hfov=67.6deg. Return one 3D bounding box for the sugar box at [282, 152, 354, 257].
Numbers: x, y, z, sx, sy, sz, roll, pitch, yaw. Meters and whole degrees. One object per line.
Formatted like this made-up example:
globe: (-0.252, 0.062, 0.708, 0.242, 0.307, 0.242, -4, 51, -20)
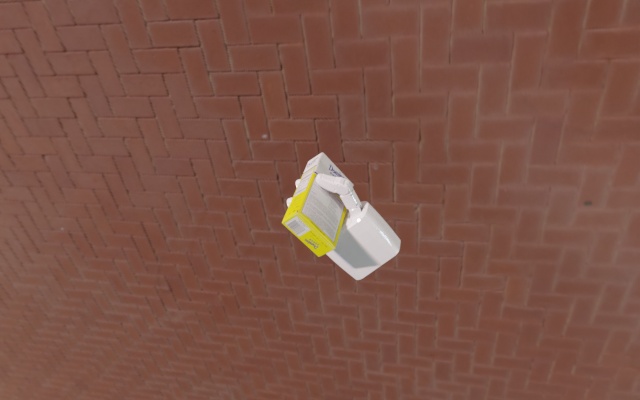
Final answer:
sugar box: (0.000, 0.003, 0.833, 0.048, 0.093, 0.176, -32, 24, 32)
